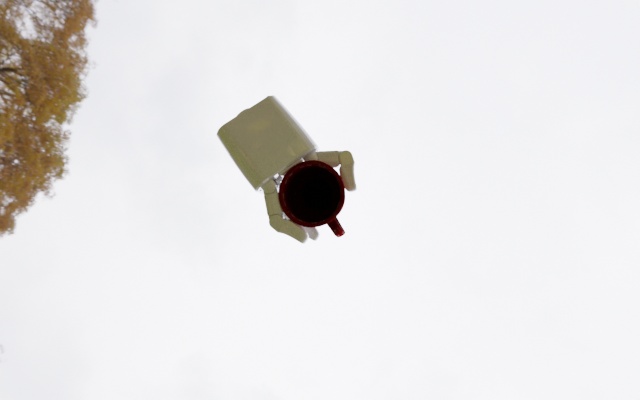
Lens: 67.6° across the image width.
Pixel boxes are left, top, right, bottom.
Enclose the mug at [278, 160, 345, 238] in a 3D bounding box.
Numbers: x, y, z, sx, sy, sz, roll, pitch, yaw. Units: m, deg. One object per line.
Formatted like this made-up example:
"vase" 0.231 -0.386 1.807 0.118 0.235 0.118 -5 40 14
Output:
"mug" 0.001 0.003 0.694 0.093 0.117 0.081 -37 -7 5
